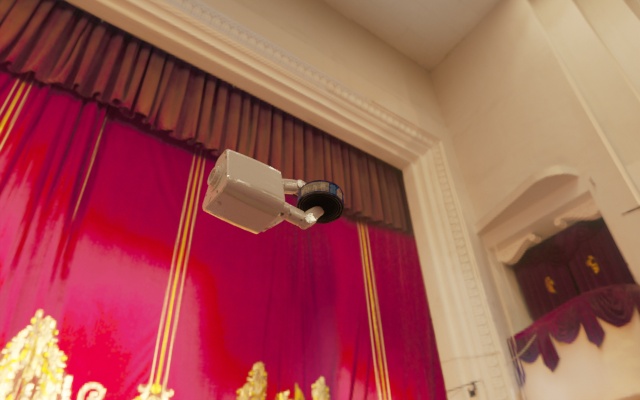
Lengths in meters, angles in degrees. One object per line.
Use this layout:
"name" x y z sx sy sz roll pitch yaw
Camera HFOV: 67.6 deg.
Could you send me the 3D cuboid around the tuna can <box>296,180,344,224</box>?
"tuna can" 0.000 0.002 0.865 0.086 0.033 0.086 1 -41 1
